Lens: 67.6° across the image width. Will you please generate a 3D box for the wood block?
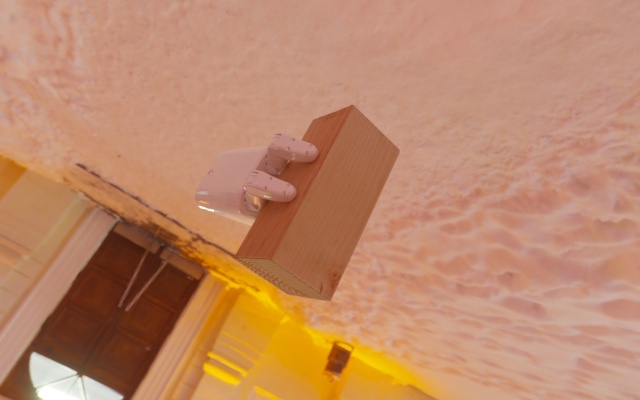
[{"bbox_3d":[0.000,0.002,0.561,0.091,0.206,0.090,39,-25,-26],"label":"wood block"}]
